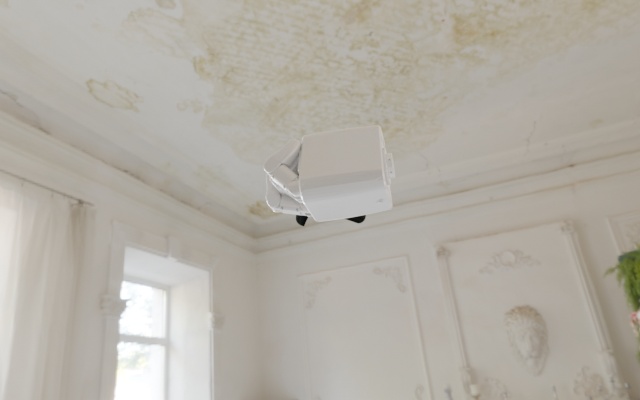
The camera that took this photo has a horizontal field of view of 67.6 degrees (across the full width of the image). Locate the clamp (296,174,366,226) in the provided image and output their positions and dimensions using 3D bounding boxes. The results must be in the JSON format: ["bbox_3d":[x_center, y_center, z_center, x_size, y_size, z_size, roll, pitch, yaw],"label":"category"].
[{"bbox_3d":[0.000,0.002,0.729,0.120,0.039,0.171,-6,-22,13],"label":"clamp"}]
